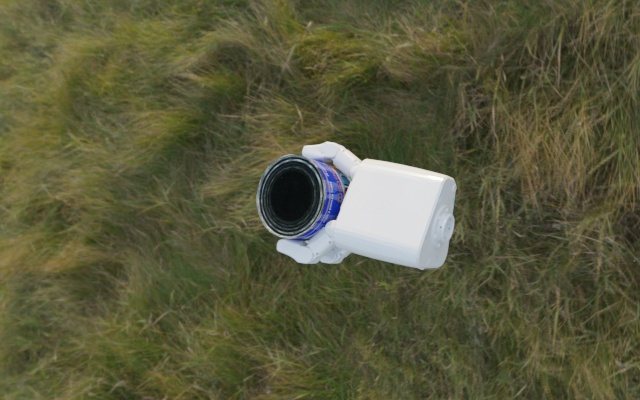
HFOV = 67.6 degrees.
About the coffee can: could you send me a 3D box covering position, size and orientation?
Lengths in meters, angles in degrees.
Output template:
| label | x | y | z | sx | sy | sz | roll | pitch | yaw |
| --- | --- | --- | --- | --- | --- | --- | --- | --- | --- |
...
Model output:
| label | x | y | z | sx | sy | sz | roll | pitch | yaw |
| --- | --- | --- | --- | --- | --- | --- | --- | --- | --- |
| coffee can | 0.000 | 0.002 | 0.628 | 0.103 | 0.103 | 0.140 | 0 | -6 | 33 |
